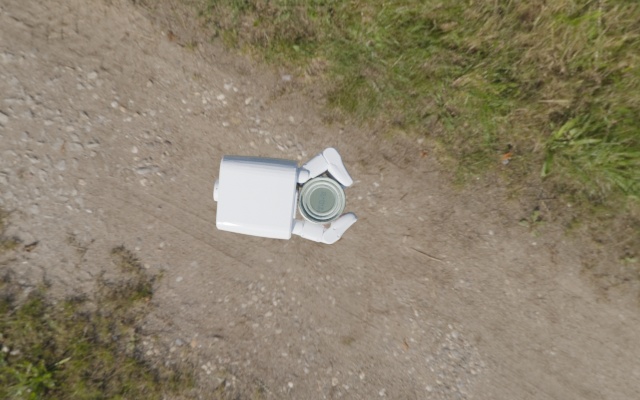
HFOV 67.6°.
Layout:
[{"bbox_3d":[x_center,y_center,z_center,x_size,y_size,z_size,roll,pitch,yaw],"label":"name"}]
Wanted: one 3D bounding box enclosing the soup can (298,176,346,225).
[{"bbox_3d":[0.001,0.002,0.705,0.068,0.068,0.102,0,-4,-3],"label":"soup can"}]
